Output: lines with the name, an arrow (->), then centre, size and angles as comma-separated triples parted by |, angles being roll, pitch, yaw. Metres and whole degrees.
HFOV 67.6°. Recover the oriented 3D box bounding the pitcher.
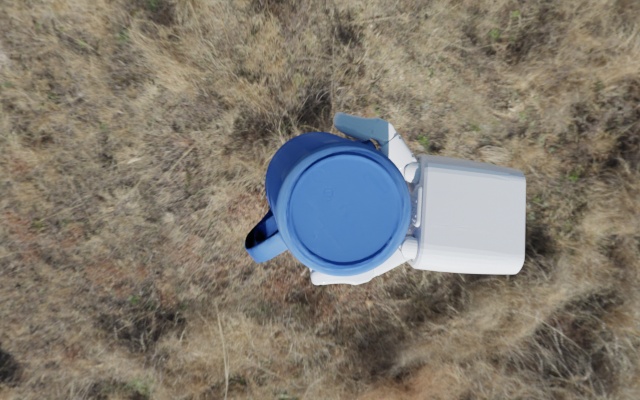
pitcher -> 0.000, 0.002, 0.484 | 0.145, 0.149, 0.243 | 8, 6, -6
